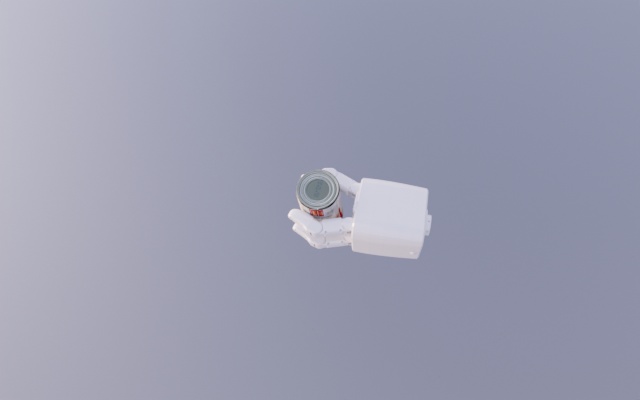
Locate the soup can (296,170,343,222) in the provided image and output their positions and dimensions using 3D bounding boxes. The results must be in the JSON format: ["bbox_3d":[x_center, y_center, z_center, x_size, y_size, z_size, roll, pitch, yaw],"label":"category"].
[{"bbox_3d":[0.000,0.002,0.757,0.068,0.068,0.102,0,-23,5],"label":"soup can"}]
